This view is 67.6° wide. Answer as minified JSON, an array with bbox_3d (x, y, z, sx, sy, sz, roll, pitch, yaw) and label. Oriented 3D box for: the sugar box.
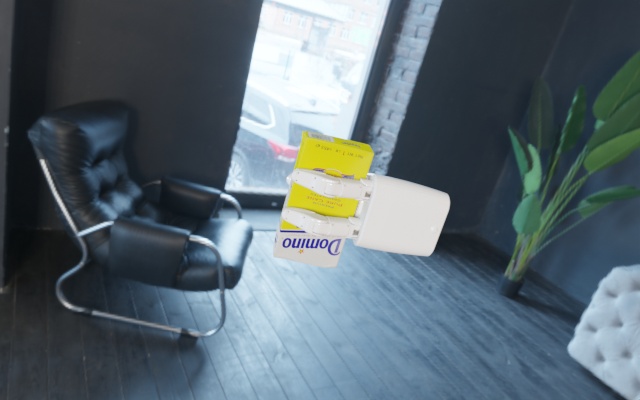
[{"bbox_3d":[0.000,0.002,0.640,0.093,0.176,0.048,12,20,-10],"label":"sugar box"}]
